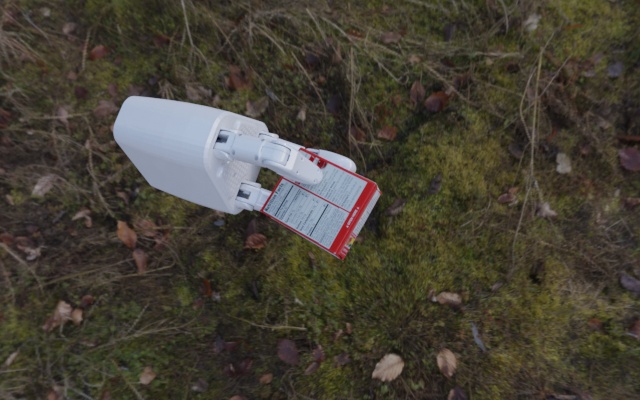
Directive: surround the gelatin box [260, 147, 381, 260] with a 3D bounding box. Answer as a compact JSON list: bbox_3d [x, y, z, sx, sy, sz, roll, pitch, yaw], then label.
[{"bbox_3d":[0.000,0.001,0.443,0.089,0.073,0.030,28,-7,24],"label":"gelatin box"}]
